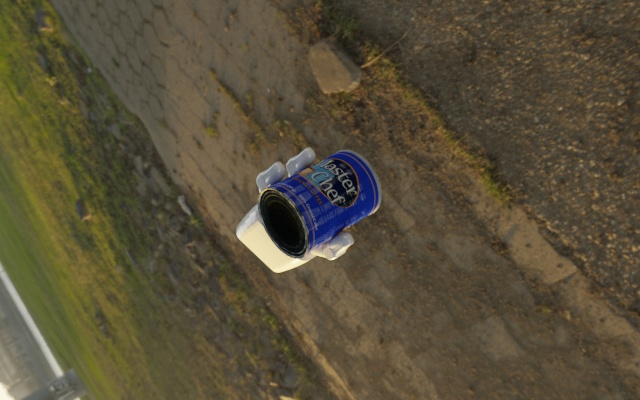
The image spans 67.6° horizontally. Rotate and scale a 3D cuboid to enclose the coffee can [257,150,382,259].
[{"bbox_3d":[0.000,0.002,0.655,0.140,0.103,0.103,-29,17,-34],"label":"coffee can"}]
